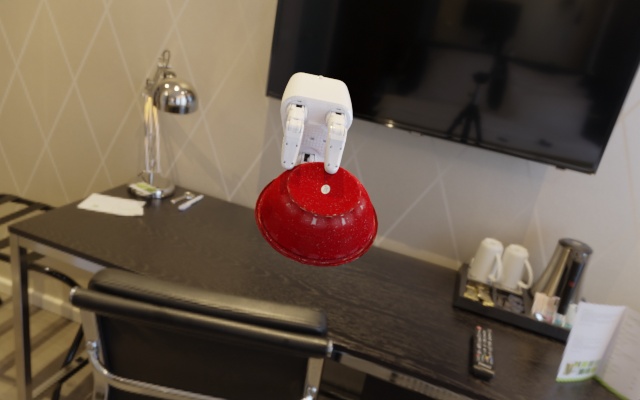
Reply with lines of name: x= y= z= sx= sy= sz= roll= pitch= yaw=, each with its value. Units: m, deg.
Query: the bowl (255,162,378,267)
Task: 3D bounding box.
bowl: x=0.000 y=0.003 z=0.601 sx=0.162 sy=0.162 sz=0.055 roll=0 pitch=-41 yaw=-13
